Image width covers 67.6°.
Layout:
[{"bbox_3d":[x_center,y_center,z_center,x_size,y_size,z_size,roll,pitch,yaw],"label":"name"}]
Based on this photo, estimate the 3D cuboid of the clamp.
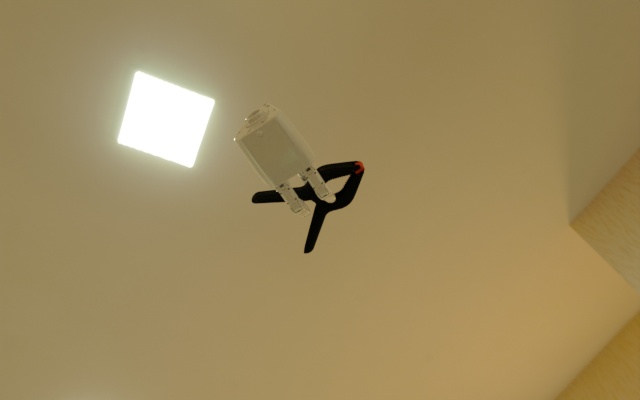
[{"bbox_3d":[0.000,0.002,0.899,0.210,0.165,0.036,-30,27,11],"label":"clamp"}]
